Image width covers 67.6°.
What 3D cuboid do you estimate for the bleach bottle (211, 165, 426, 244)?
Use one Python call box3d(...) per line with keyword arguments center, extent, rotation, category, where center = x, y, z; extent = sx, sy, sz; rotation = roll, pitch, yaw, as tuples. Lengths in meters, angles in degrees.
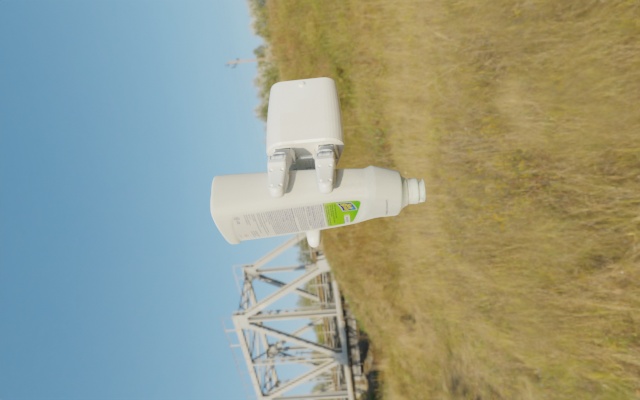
box3d(center=(0.000, 0.002, 0.589), extent=(0.251, 0.068, 0.103), rotation=(-5, -28, 4), category="bleach bottle")
